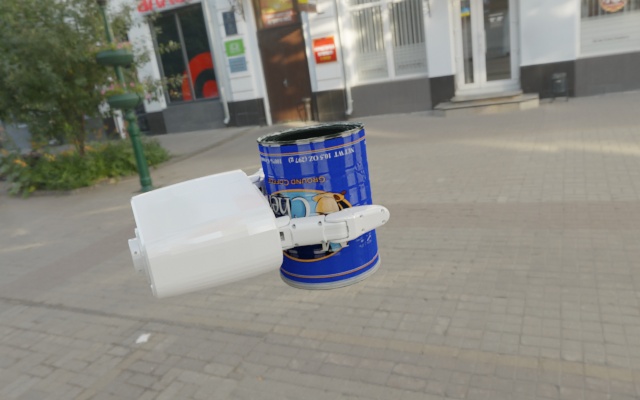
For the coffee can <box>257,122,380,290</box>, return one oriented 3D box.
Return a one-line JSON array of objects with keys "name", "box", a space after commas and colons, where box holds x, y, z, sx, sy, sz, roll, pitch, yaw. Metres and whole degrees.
[{"name": "coffee can", "box": [0.000, 0.002, 0.467, 0.103, 0.140, 0.102, -8, 15, 2]}]
